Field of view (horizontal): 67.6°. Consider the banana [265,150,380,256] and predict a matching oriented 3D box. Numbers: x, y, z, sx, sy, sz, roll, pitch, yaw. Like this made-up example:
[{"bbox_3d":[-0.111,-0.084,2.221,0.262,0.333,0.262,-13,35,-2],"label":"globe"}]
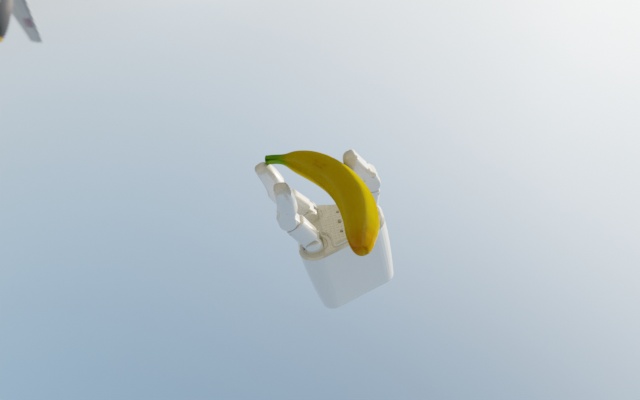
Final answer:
[{"bbox_3d":[0.014,-0.009,0.504,0.069,0.037,0.197,-29,41,-17],"label":"banana"}]
